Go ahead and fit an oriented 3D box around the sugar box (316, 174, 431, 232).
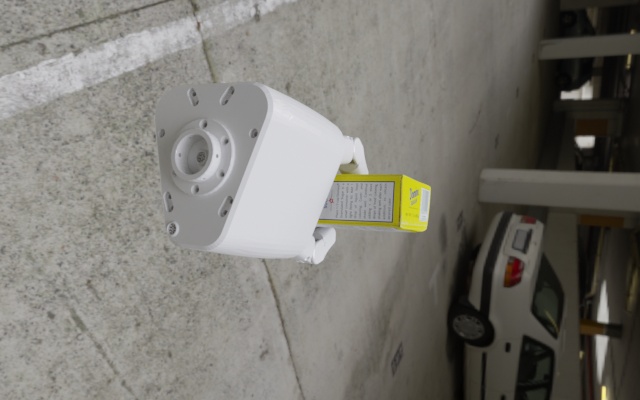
[{"bbox_3d":[0.000,0.001,0.424,0.176,0.048,0.093,4,-3,25],"label":"sugar box"}]
